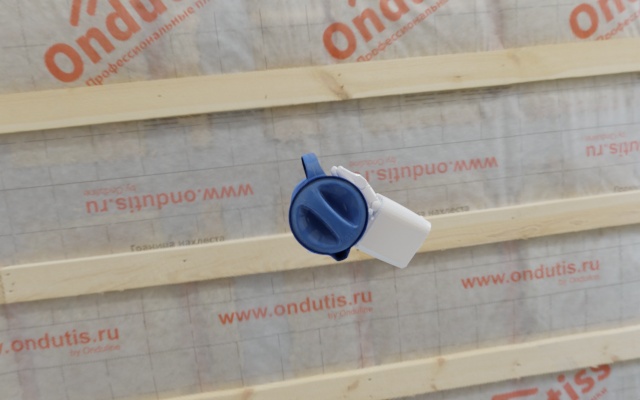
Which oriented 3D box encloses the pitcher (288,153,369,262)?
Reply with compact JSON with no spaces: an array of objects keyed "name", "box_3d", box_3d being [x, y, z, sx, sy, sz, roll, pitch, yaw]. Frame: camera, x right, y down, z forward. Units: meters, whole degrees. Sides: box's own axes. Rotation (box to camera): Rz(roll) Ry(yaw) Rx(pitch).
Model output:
[{"name":"pitcher","box_3d":[0.000,0.003,0.892,0.145,0.149,0.243,25,3,-8]}]
